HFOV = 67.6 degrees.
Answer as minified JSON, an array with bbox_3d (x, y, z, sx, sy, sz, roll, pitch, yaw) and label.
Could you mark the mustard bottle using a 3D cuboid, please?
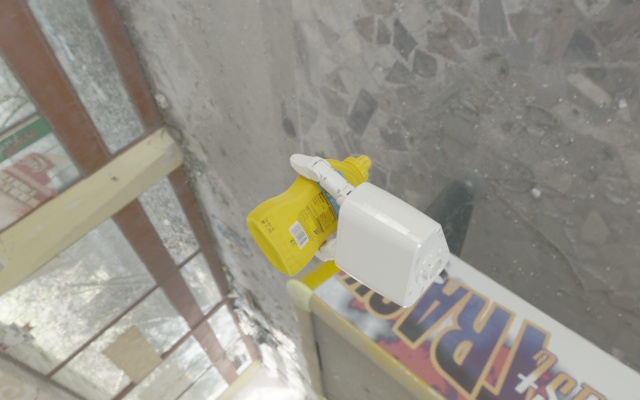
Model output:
[{"bbox_3d":[0.000,0.002,0.622,0.191,0.096,0.058,-42,28,-24],"label":"mustard bottle"}]
